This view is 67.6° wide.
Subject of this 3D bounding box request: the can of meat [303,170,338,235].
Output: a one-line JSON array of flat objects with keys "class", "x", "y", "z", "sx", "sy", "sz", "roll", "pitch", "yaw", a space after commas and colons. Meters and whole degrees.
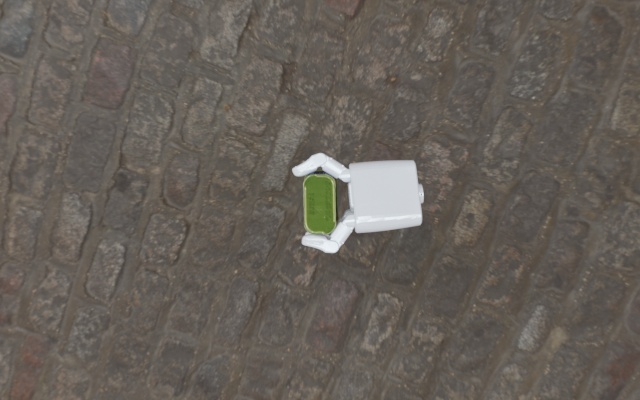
[{"class": "can of meat", "x": 0.000, "y": 0.003, "z": 0.788, "sx": 0.057, "sy": 0.102, "sz": 0.084, "roll": -2, "pitch": 6, "yaw": 2}]
